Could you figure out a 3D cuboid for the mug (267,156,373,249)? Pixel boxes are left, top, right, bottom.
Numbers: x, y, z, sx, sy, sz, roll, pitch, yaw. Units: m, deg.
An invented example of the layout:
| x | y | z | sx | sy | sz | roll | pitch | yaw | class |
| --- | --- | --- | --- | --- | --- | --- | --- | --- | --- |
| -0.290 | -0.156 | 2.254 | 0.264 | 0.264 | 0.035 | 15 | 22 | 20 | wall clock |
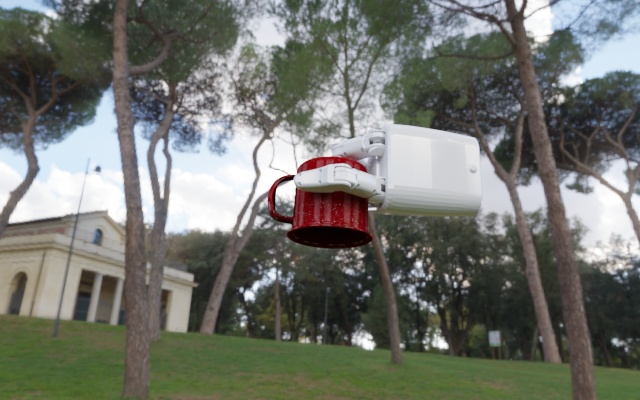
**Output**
| x | y | z | sx | sy | sz | roll | pitch | yaw | class |
| --- | --- | --- | --- | --- | --- | --- | --- | --- | --- |
| -0.001 | 0.001 | 0.526 | 0.117 | 0.081 | 0.093 | 6 | -20 | -9 | mug |
